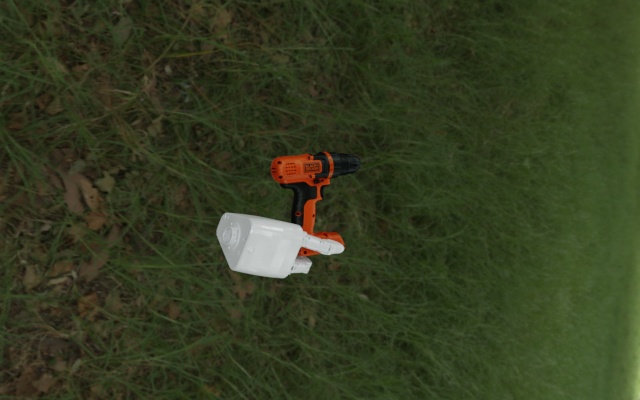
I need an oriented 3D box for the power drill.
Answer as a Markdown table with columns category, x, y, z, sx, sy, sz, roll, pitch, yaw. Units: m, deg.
| category | x | y | z | sx | sy | sz | roll | pitch | yaw |
| --- | --- | --- | --- | --- | --- | --- | --- | --- | --- |
| power drill | 0.000 | 0.003 | 0.899 | 0.184 | 0.187 | 0.057 | -7 | 4 | -27 |
